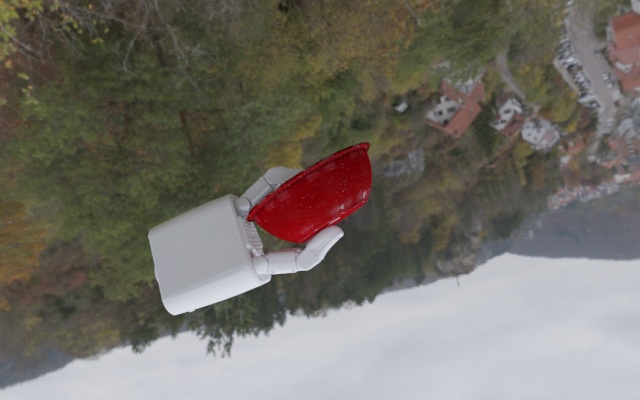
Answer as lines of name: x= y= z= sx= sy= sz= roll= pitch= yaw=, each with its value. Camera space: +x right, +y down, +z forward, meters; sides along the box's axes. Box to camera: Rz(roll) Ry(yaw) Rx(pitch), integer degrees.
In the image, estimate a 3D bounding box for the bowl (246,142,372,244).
bowl: x=0.001 y=0.001 z=0.532 sx=0.162 sy=0.055 sz=0.162 roll=-32 pitch=-6 yaw=-4
